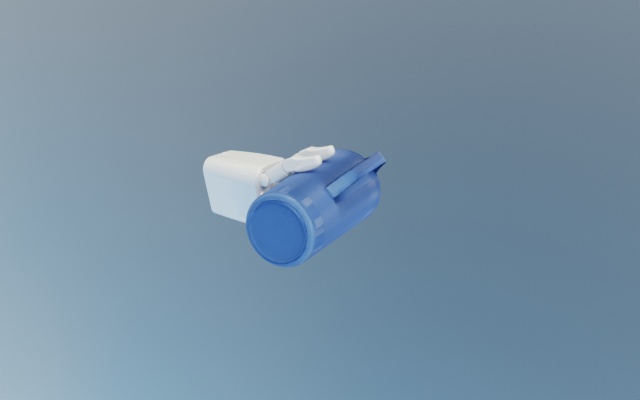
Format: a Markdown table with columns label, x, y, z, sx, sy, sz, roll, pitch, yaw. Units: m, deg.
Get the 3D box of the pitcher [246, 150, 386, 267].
| label | x | y | z | sx | sy | sz | roll | pitch | yaw |
| --- | --- | --- | --- | --- | --- | --- | --- | --- | --- |
| pitcher | 0.000 | 0.002 | 0.731 | 0.145 | 0.149 | 0.242 | 13 | 22 | 22 |
